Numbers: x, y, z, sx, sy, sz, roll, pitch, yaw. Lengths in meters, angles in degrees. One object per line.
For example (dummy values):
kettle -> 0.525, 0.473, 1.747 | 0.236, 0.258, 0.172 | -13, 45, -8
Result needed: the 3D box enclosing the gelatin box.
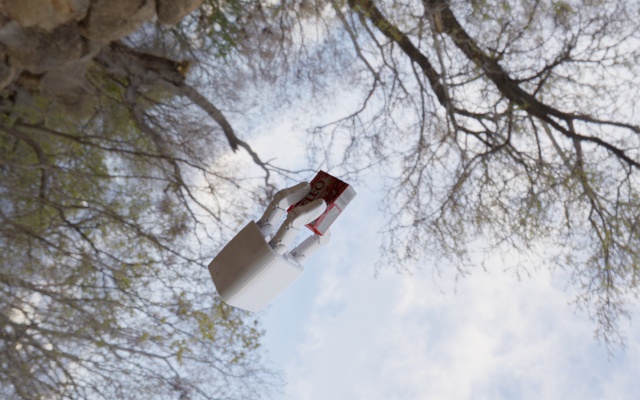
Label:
gelatin box -> 0.001, 0.002, 0.735 | 0.073, 0.089, 0.030 | 31, -13, 47
